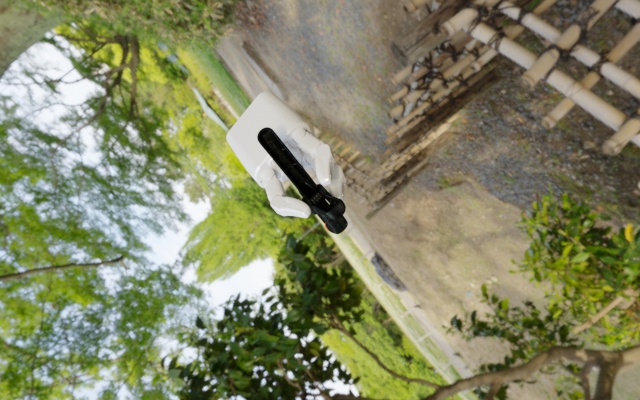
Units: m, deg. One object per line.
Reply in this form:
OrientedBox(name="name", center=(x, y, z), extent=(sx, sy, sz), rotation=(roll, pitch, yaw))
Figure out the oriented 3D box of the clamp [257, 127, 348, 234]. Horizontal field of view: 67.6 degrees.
OrientedBox(name="clamp", center=(0.000, 0.003, 0.661), extent=(0.164, 0.036, 0.210), rotation=(47, -5, 34))
